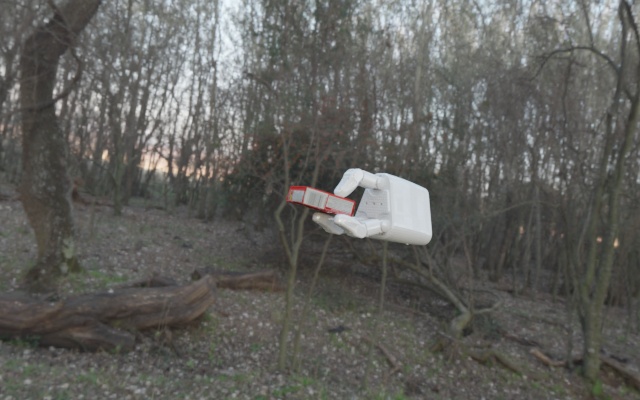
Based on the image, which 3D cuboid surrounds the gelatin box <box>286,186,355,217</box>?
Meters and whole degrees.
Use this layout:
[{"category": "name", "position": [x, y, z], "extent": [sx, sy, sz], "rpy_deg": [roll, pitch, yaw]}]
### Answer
[{"category": "gelatin box", "position": [0.000, 0.002, 0.758], "extent": [0.089, 0.030, 0.073], "rpy_deg": [17, -4, -24]}]
